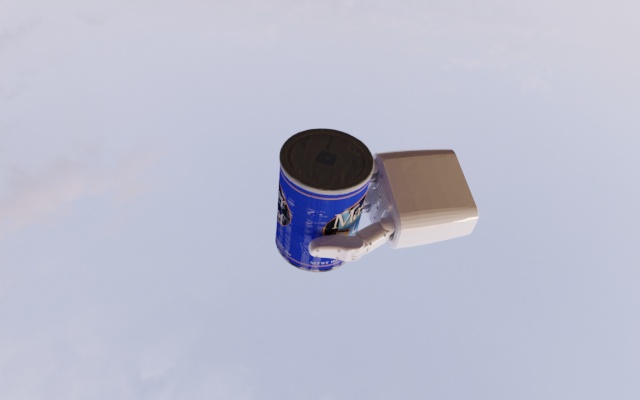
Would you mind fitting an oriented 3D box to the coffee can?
[{"bbox_3d":[0.000,0.002,0.561,0.103,0.102,0.140,0,-44,-8],"label":"coffee can"}]
